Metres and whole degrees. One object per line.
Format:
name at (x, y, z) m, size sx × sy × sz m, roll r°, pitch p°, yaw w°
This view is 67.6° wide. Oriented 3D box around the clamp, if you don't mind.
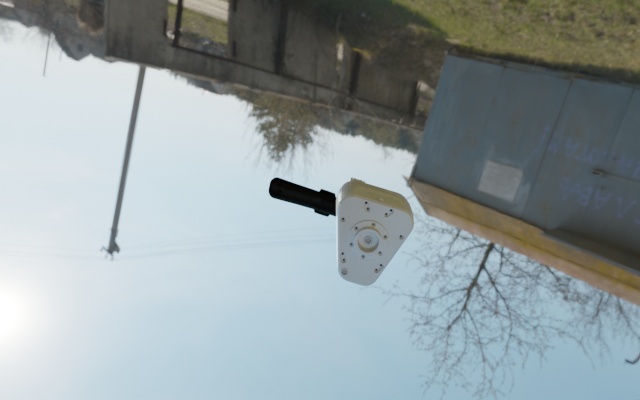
clamp at (0.000, 0.003, 0.687) m, size 0.171 × 0.039 × 0.120 m, roll 16°, pitch 9°, yaw 2°
